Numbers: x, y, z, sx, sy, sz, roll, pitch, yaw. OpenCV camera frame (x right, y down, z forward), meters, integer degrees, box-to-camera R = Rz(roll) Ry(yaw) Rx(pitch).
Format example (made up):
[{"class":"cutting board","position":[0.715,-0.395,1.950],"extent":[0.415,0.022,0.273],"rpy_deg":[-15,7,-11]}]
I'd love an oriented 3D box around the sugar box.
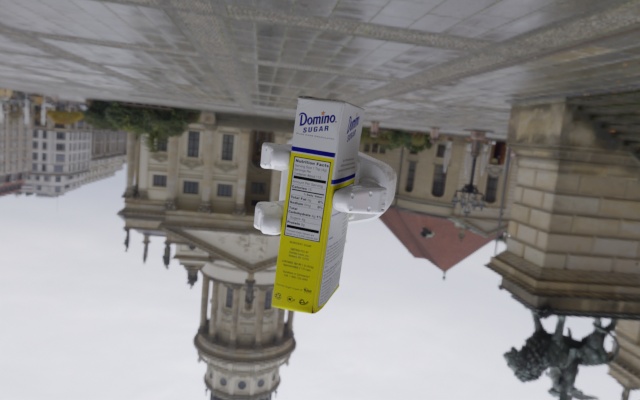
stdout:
[{"class":"sugar box","position":[0.000,0.001,0.423],"extent":[0.048,0.176,0.093],"rpy_deg":[8,8,14]}]
